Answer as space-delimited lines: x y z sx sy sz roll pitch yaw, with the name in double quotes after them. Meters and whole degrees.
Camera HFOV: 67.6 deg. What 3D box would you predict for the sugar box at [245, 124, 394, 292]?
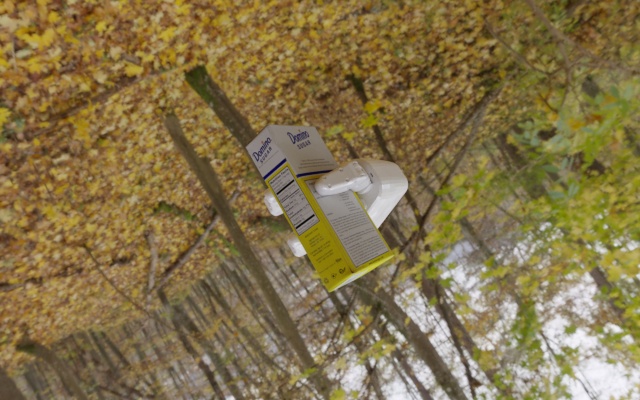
0.000 0.002 0.511 0.048 0.176 0.093 -40 -15 29 "sugar box"
